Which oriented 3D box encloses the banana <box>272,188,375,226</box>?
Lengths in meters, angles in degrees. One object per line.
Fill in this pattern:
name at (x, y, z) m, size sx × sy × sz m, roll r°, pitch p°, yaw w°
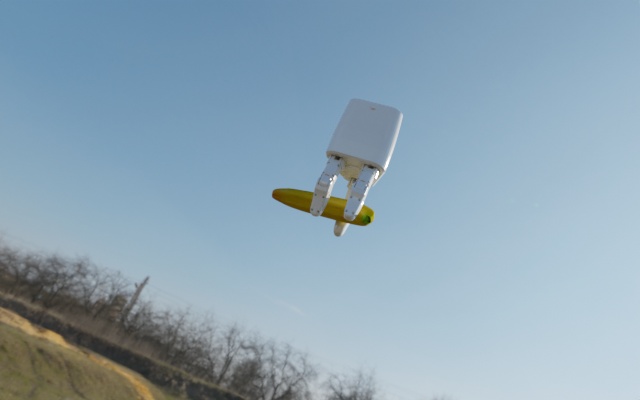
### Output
banana at (0.013, 0.009, 0.766) m, size 0.198 × 0.037 × 0.070 m, roll 13°, pitch -9°, yaw 36°
